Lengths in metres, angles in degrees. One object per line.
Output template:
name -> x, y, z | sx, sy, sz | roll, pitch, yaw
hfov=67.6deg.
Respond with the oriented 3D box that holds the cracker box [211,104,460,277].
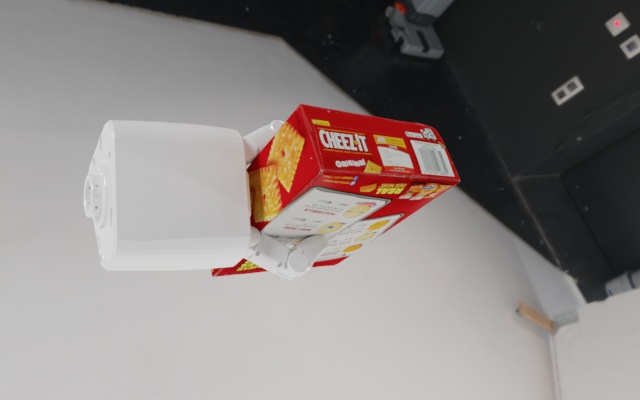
cracker box -> 0.000, 0.002, 0.475 | 0.164, 0.072, 0.214 | 1, -28, -36
